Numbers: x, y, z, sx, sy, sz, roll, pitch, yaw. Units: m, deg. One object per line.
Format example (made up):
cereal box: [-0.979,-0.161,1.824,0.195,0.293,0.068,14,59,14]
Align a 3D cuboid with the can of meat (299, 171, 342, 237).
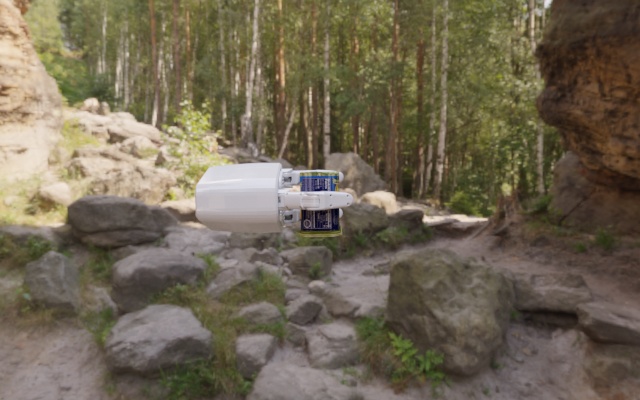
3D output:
can of meat: [0.000,0.002,0.656,0.057,0.084,0.102,-1,3,2]
